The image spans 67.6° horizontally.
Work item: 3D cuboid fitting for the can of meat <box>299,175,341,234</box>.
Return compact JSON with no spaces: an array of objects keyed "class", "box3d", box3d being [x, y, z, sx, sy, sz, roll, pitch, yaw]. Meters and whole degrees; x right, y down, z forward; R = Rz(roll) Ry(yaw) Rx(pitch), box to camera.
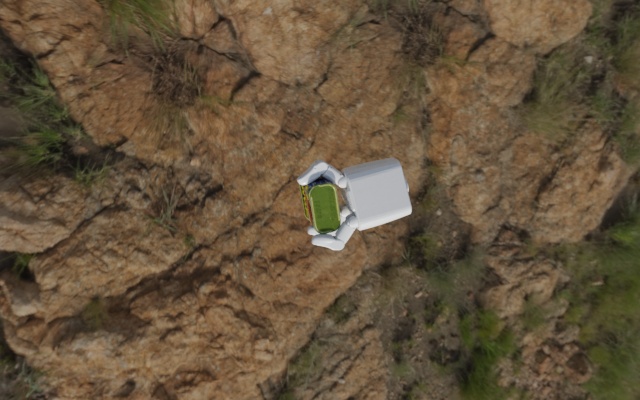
[{"class":"can of meat","box3d":[0.000,0.003,0.892,0.057,0.102,0.084,-13,21,-10]}]
